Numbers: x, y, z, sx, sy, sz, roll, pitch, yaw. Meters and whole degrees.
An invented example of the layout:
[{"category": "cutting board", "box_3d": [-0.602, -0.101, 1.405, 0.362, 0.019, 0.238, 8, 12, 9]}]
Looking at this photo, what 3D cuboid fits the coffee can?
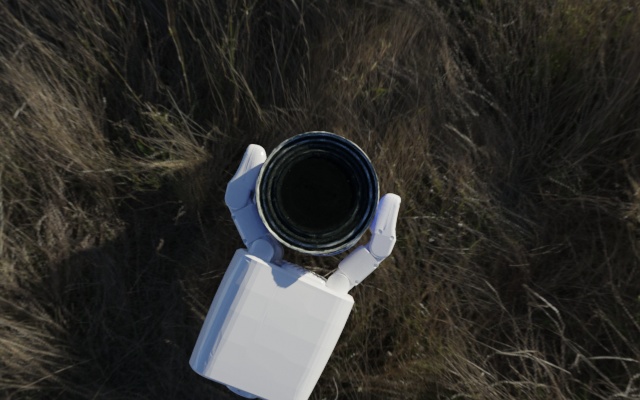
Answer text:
[{"category": "coffee can", "box_3d": [0.000, 0.001, 0.459, 0.103, 0.103, 0.140, 0, -7, 3]}]
